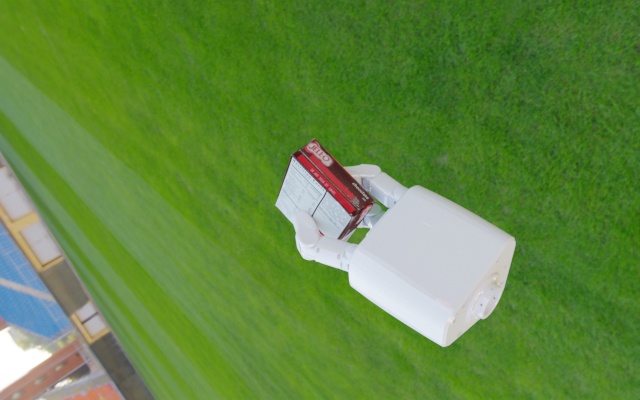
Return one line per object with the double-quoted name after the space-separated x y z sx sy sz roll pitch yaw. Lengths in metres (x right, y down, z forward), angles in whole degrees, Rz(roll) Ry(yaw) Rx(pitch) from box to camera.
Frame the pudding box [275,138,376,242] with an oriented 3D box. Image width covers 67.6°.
0.000 0.002 0.508 0.039 0.090 0.113 -36 -13 -30 "pudding box"
